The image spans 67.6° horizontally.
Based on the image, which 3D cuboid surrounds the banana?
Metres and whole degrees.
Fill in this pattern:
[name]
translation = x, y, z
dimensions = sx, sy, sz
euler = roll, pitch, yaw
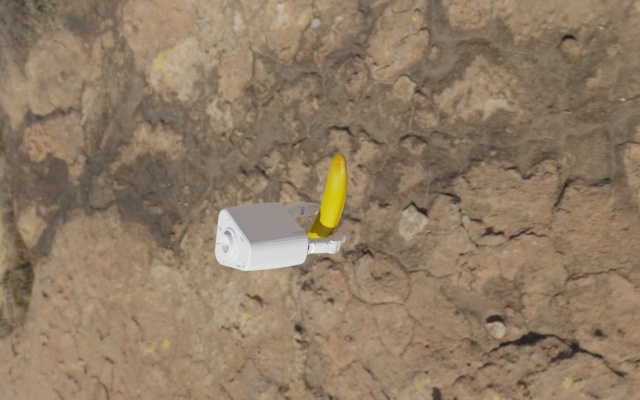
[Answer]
[banana]
translation = 0.008, 0.017, 0.810
dimensions = 0.037, 0.198, 0.069
euler = -3, 41, -36
